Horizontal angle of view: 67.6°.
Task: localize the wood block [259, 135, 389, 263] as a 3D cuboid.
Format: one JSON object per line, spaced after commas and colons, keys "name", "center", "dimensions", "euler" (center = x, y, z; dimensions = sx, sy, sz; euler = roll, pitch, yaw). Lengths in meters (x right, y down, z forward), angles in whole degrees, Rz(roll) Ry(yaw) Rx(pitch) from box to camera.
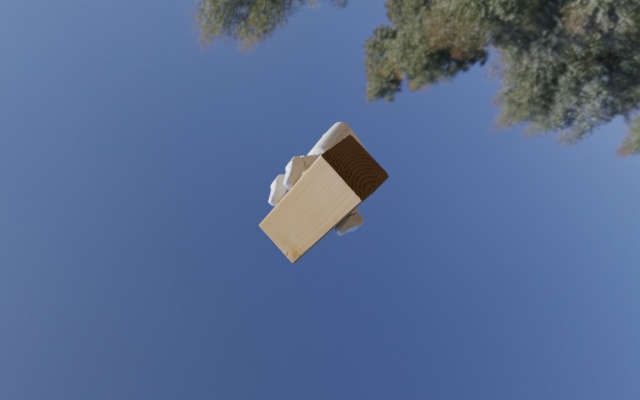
{"name": "wood block", "center": [0.000, 0.003, 0.765], "dimensions": [0.090, 0.091, 0.206], "euler": [-40, -4, -46]}
